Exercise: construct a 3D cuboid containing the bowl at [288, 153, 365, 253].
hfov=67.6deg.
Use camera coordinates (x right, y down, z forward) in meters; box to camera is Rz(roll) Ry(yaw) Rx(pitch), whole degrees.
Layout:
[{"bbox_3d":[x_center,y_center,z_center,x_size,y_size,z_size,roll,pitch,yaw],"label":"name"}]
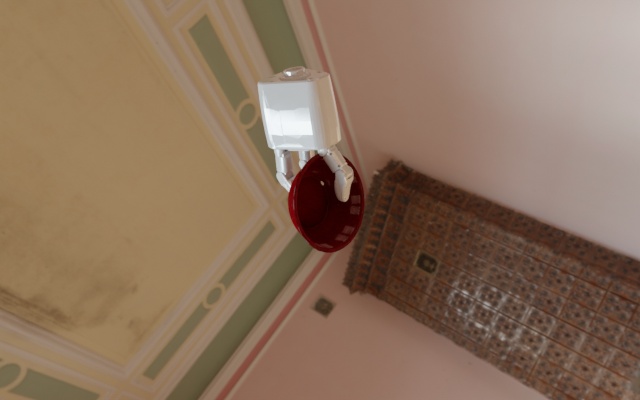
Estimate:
[{"bbox_3d":[0.000,0.004,0.778,0.162,0.162,0.055,0,-1,-44],"label":"bowl"}]
